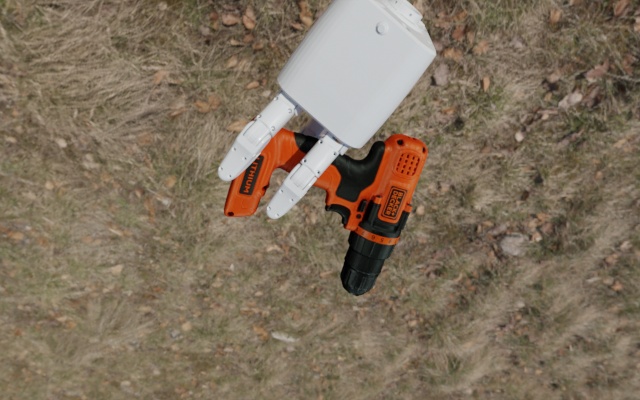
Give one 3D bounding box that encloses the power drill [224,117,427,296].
[{"bbox_3d":[0.000,0.001,0.496,0.187,0.184,0.057,15,15,-14],"label":"power drill"}]
